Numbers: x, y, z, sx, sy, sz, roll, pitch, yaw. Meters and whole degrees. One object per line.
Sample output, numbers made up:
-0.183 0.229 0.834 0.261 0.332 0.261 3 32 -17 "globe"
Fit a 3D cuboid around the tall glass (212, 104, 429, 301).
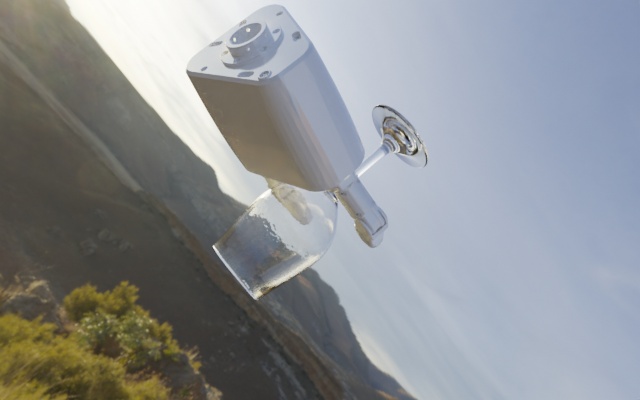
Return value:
0.001 0.001 0.434 0.201 0.079 0.079 -40 9 -10 "tall glass"
